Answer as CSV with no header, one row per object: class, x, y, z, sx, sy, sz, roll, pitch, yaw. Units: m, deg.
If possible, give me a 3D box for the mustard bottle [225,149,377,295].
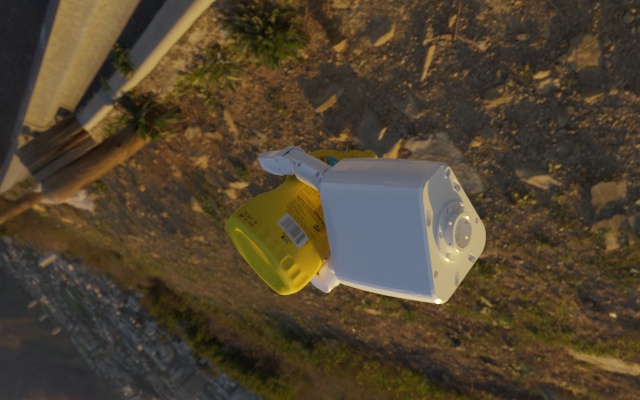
mustard bottle,0.000,0.002,0.499,0.191,0.096,0.058,-42,5,-33
